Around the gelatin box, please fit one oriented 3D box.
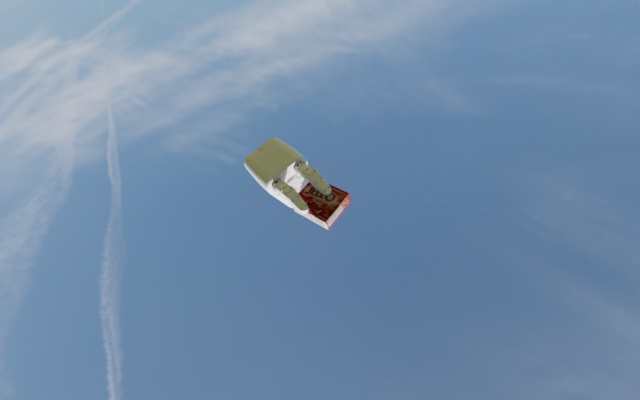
[{"bbox_3d":[0.001,0.003,0.886,0.089,0.073,0.030,27,-23,32],"label":"gelatin box"}]
